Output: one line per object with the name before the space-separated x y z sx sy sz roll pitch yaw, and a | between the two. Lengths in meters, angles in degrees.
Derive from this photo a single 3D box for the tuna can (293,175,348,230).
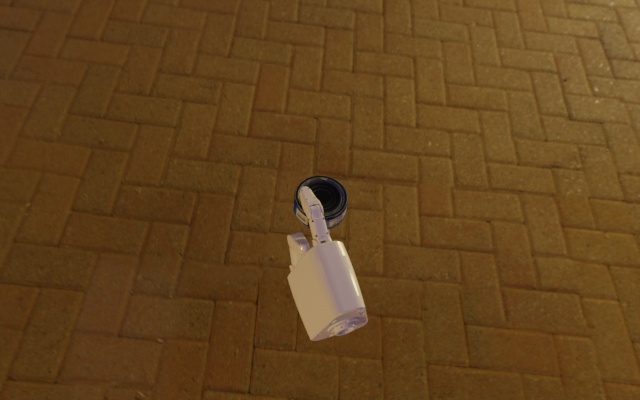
tuna can | 0.000 0.002 0.751 0.086 0.086 0.034 0 -35 -6
